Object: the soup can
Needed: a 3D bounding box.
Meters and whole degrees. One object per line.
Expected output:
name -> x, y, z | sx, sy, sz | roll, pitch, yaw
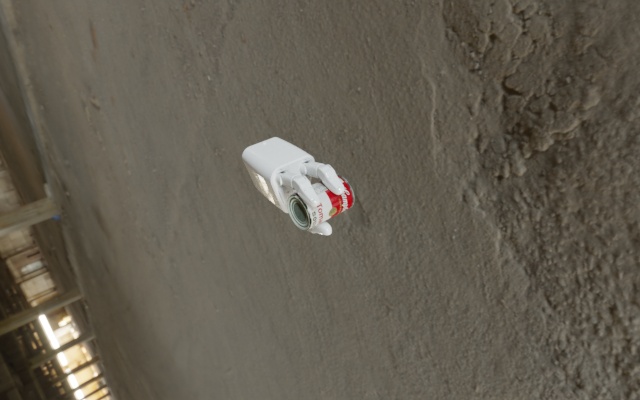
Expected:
soup can -> 0.000, 0.003, 0.847 | 0.102, 0.068, 0.068 | -26, 14, -31
